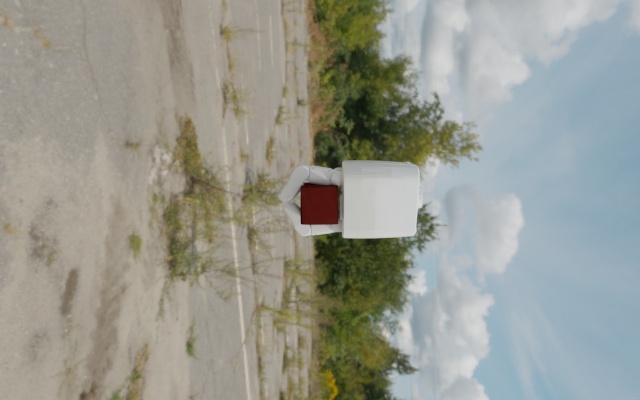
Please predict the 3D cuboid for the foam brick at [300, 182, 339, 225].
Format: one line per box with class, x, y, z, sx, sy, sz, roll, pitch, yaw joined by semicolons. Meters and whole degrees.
foam brick;0.000;0.002;0.673;0.051;0.053;0.078;0;8;3
